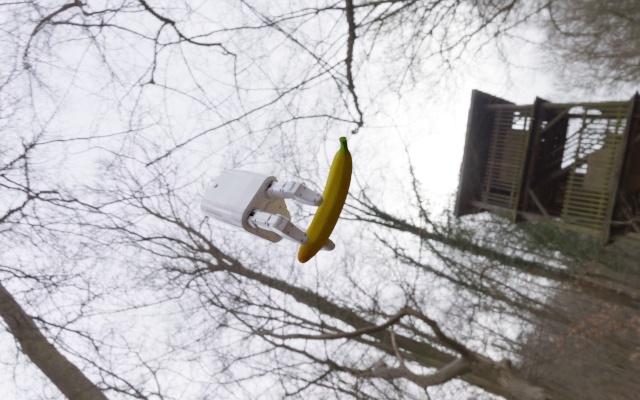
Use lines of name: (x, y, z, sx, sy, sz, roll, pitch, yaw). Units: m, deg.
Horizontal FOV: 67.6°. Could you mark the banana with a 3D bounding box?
banana: (0.011, 0.003, 0.732, 0.037, 0.198, 0.069, 16, -2, 33)
